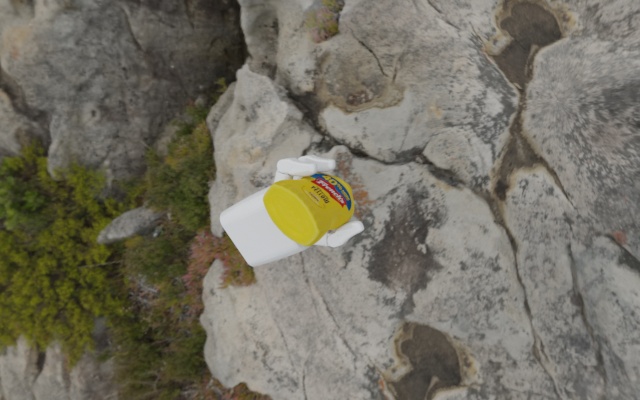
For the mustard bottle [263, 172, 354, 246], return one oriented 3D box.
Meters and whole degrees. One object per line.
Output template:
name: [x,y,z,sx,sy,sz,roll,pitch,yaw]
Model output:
mustard bottle: [0.000,0.002,0.711,0.096,0.058,0.191,45,26,11]
